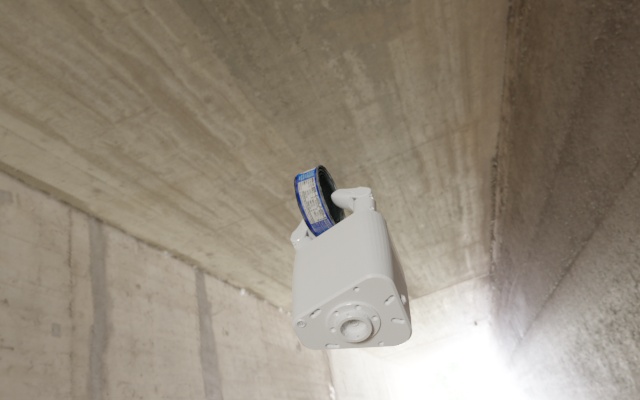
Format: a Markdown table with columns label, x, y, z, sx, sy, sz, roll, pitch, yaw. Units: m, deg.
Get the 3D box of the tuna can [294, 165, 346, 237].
| label | x | y | z | sx | sy | sz | roll | pitch | yaw |
| --- | --- | --- | --- | --- | --- | --- | --- | --- | --- |
| tuna can | 0.000 | 0.002 | 0.589 | 0.034 | 0.086 | 0.086 | -20 | -5 | 15 |
